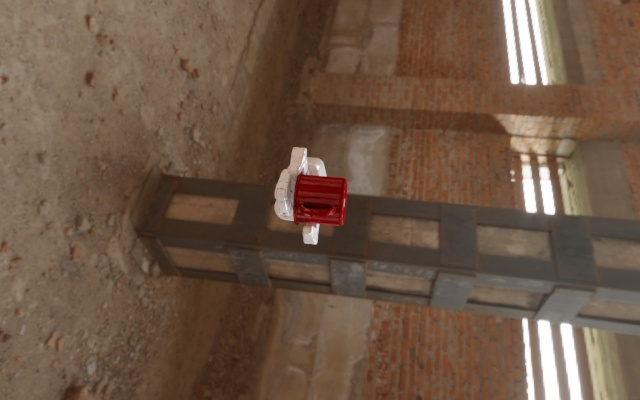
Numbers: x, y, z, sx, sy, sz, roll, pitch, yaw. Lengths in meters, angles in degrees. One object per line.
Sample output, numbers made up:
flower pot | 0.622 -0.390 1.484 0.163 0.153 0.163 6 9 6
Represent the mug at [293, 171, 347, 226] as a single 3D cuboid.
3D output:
mug | 0.000 0.003 0.797 0.081 0.093 0.117 5 16 7
